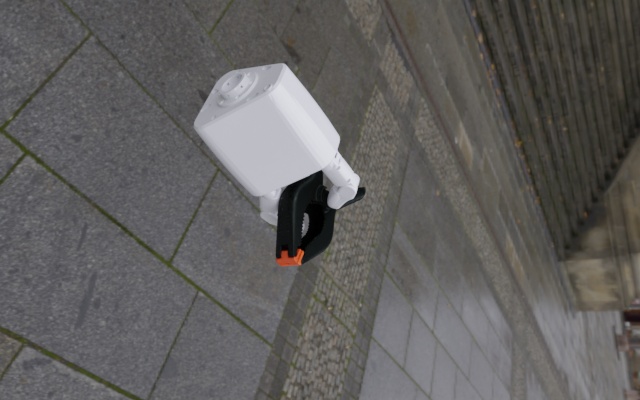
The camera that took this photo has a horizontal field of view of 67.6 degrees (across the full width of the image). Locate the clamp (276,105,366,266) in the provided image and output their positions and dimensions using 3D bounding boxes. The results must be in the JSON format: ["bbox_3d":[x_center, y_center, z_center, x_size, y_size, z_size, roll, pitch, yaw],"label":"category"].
[{"bbox_3d":[0.001,0.002,0.601,0.036,0.209,0.165,-10,-43,33],"label":"clamp"}]
